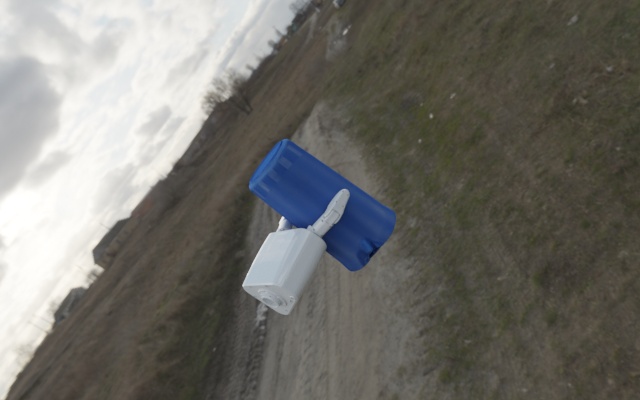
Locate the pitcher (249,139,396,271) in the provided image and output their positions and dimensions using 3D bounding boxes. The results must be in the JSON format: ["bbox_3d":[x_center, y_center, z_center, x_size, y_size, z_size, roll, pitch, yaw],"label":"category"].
[{"bbox_3d":[0.000,0.003,0.839,0.243,0.145,0.149,37,-34,-14],"label":"pitcher"}]
